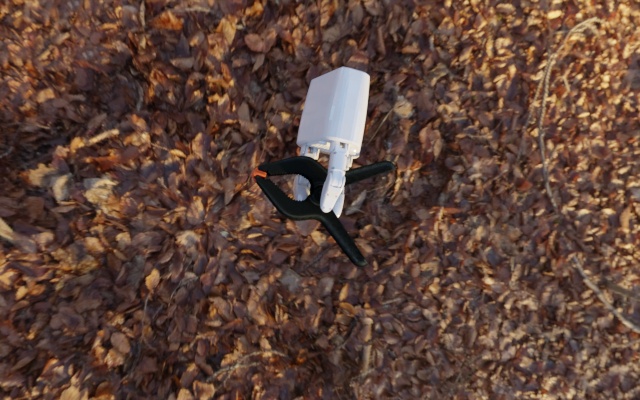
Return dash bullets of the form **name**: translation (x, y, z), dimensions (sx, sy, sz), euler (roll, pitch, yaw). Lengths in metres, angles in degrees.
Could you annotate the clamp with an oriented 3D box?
- **clamp**: translation (0.000, 0.002, 0.694), dimensions (0.210, 0.164, 0.036), euler (12, -7, -13)
